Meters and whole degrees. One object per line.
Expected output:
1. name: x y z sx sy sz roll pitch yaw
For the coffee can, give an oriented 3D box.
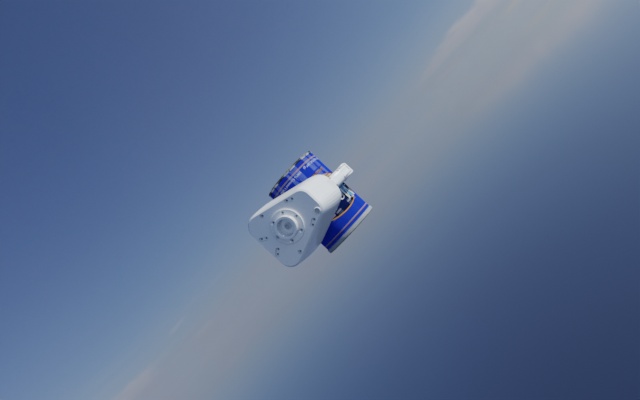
1. coffee can: 0.000 0.003 0.792 0.140 0.103 0.103 43 2 2
